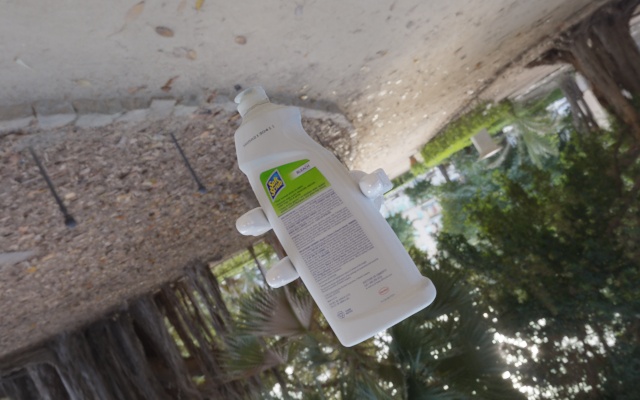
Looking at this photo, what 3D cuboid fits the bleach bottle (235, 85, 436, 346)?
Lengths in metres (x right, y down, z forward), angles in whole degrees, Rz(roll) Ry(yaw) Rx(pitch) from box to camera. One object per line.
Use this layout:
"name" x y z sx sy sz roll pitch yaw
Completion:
"bleach bottle" 0.000 0.002 0.447 0.102 0.251 0.068 -31 -4 7
